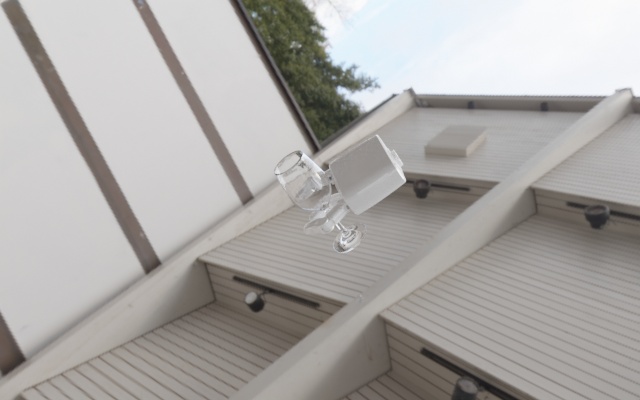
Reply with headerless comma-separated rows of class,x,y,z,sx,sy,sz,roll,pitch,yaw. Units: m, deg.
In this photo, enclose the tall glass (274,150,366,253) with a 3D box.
tall glass,0.000,0.003,0.868,0.079,0.079,0.201,0,-44,52
